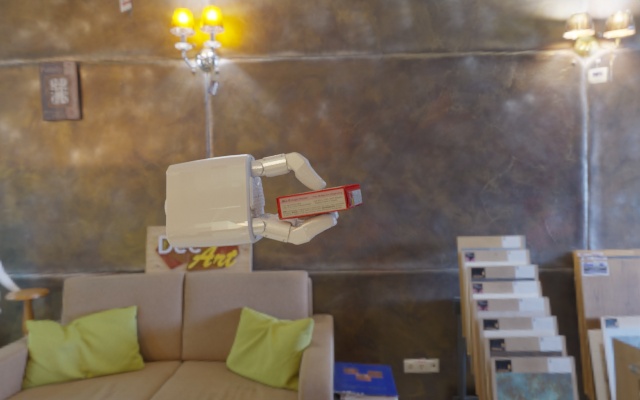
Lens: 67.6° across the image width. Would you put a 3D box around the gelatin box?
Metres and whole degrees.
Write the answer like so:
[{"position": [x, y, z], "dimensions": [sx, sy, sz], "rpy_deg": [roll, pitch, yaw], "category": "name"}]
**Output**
[{"position": [0.000, 0.001, 0.586], "dimensions": [0.089, 0.030, 0.073], "rpy_deg": [-10, 1, 18], "category": "gelatin box"}]
